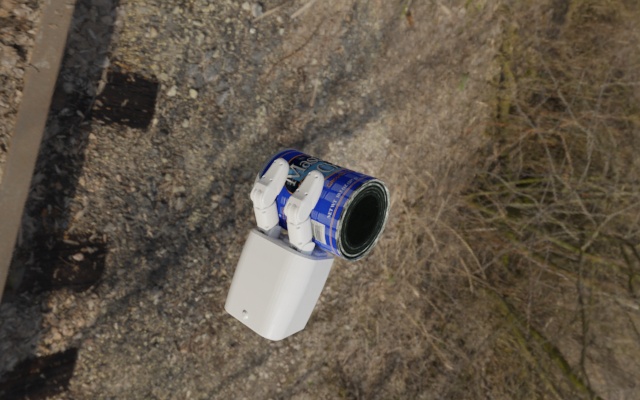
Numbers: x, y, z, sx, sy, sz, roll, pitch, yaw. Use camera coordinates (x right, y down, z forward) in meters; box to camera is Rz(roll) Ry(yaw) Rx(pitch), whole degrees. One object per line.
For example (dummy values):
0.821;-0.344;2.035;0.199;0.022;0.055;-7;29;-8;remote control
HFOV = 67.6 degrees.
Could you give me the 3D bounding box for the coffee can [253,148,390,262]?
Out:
0.000;0.002;0.595;0.140;0.103;0.103;23;14;36;coffee can
